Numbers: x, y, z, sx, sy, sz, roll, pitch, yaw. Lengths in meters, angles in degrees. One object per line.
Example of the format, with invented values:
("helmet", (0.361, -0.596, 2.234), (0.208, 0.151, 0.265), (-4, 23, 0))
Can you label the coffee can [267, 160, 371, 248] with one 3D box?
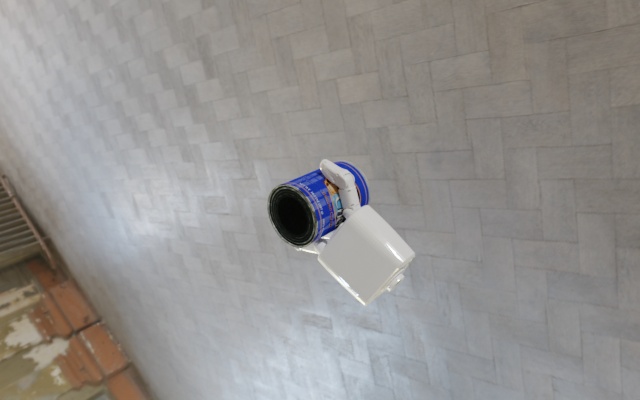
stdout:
("coffee can", (0.000, 0.002, 0.766), (0.103, 0.103, 0.140), (0, 18, 43))
